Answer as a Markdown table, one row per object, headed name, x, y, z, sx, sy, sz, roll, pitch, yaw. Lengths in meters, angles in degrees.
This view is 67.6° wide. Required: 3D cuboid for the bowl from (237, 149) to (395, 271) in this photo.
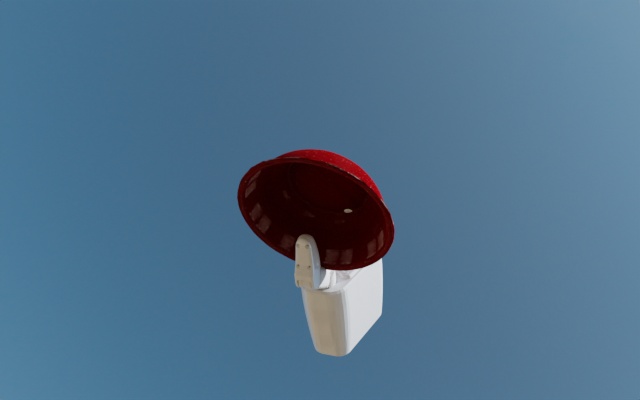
| name | x | y | z | sx | sy | sz | roll | pitch | yaw |
| --- | --- | --- | --- | --- | --- | --- | --- | --- | --- |
| bowl | 0.000 | 0.000 | 0.486 | 0.162 | 0.055 | 0.162 | 13 | -41 | 11 |
